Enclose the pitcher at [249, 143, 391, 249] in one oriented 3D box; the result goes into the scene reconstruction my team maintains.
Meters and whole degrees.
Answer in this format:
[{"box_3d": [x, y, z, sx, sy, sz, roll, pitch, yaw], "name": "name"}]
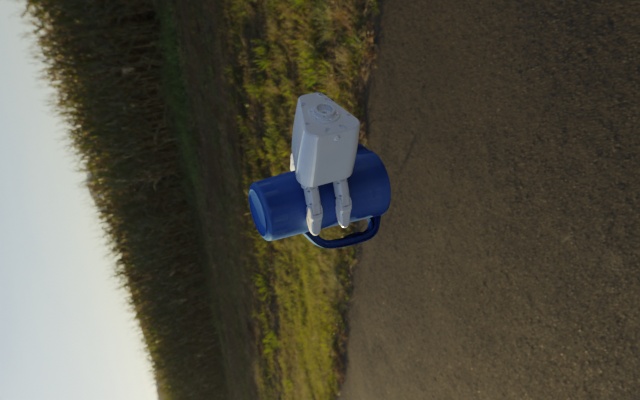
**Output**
[{"box_3d": [0.000, 0.003, 0.882, 0.243, 0.149, 0.145, -15, -37, -21], "name": "pitcher"}]
